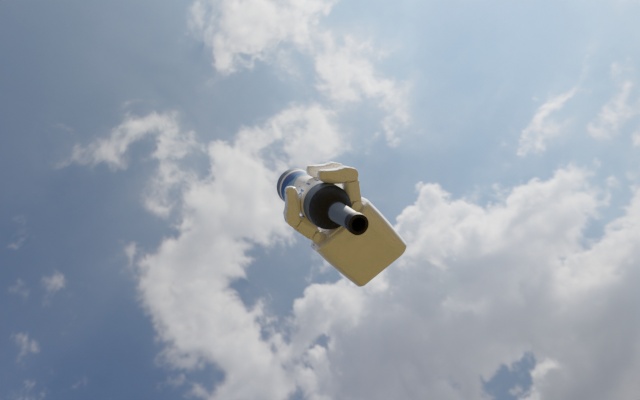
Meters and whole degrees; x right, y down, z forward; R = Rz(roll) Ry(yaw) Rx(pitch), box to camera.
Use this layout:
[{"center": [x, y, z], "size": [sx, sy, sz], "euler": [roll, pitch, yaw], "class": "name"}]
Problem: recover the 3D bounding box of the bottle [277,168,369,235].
[{"center": [0.000, 0.002, 0.727], "size": [0.069, 0.069, 0.295], "euler": [0, 11, -19], "class": "bottle"}]
